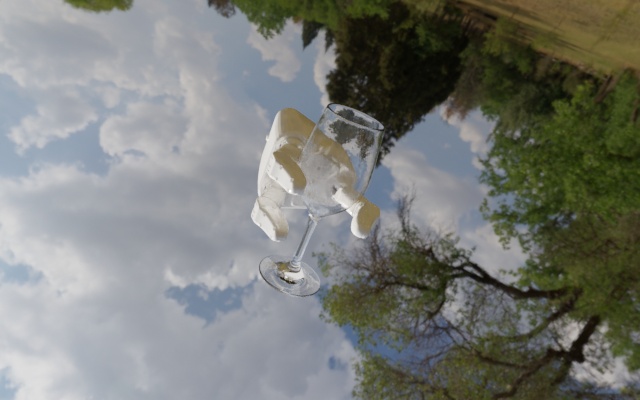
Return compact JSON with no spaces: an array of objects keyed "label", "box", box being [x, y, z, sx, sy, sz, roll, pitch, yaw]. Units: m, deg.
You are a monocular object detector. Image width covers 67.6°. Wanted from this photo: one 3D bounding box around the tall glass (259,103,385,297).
[{"label":"tall glass","box":[0.000,0.002,0.506,0.079,0.201,0.079,19,24,-9]}]
